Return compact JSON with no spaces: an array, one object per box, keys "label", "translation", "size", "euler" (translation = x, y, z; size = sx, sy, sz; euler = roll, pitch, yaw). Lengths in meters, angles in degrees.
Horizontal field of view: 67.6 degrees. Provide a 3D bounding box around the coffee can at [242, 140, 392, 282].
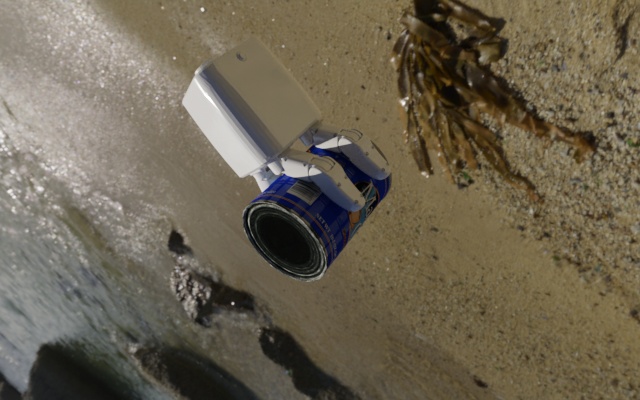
[{"label":"coffee can","translation":[0.000,0.002,0.512],"size":[0.103,0.103,0.140],"euler":[0,36,41]}]
